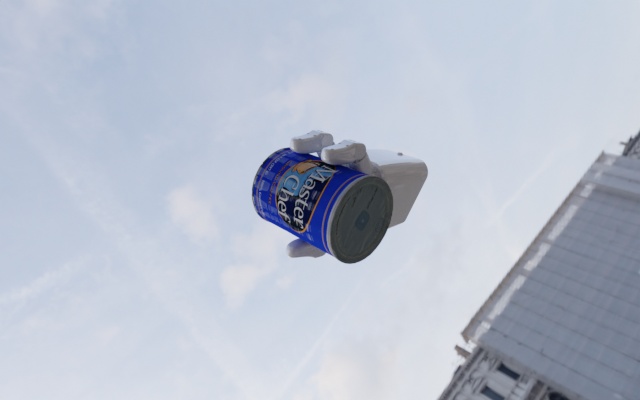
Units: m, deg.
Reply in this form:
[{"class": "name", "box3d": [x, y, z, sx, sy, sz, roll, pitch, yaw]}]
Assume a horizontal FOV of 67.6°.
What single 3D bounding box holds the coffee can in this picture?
[{"class": "coffee can", "box3d": [0.000, 0.002, 0.571, 0.103, 0.103, 0.140, 0, 18, -46]}]
